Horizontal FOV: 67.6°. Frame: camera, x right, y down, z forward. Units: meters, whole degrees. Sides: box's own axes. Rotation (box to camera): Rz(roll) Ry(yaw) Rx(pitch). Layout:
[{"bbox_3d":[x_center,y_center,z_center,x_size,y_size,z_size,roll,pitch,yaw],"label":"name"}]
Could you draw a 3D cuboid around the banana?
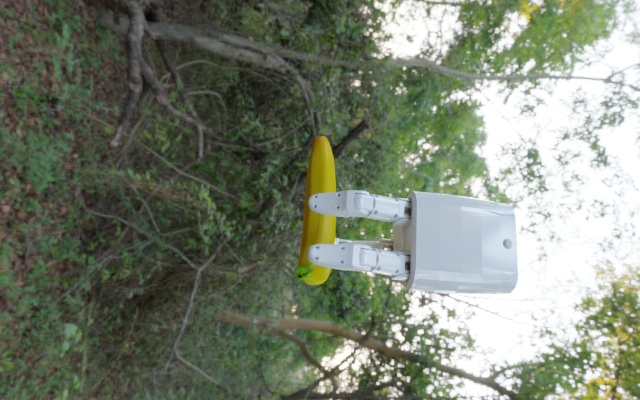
[{"bbox_3d":[-0.001,0.017,0.516,0.037,0.197,0.070,4,-42,0],"label":"banana"}]
